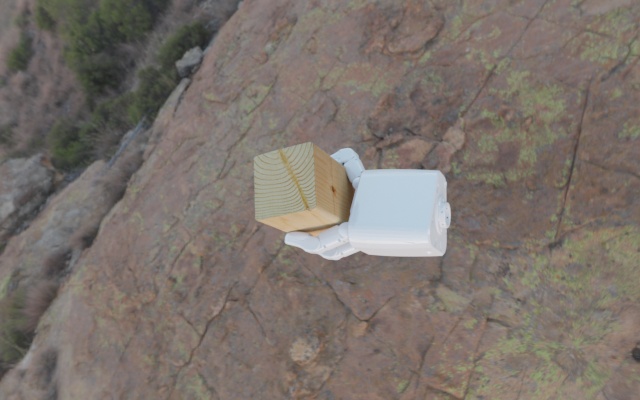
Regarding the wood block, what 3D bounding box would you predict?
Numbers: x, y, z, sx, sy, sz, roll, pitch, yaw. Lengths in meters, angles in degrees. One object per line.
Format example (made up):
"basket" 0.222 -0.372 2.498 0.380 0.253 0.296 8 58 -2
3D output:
"wood block" 0.000 0.002 0.682 0.090 0.090 0.206 -12 -20 24
